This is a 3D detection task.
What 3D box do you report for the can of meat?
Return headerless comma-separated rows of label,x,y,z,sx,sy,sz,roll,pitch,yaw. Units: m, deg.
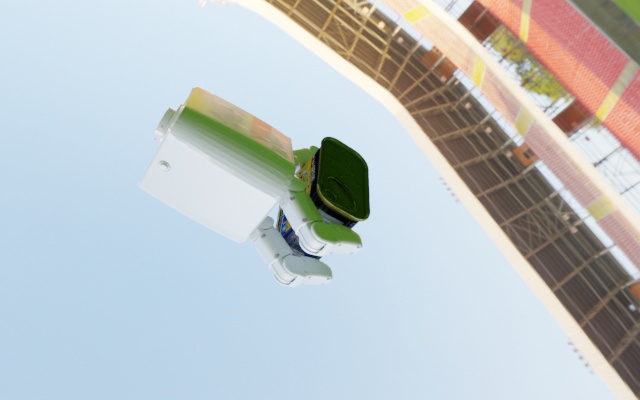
can of meat,0.000,0.002,0.468,0.057,0.102,0.084,29,-53,-20
